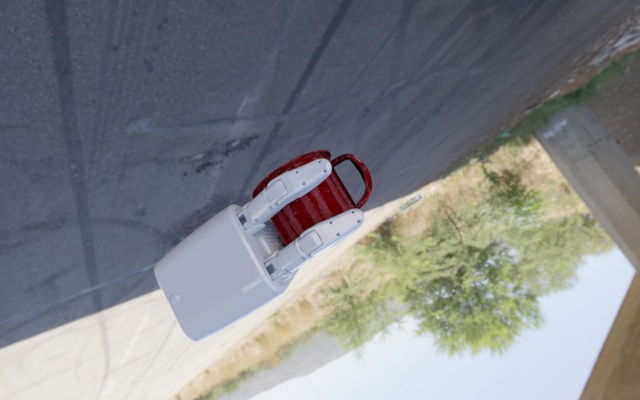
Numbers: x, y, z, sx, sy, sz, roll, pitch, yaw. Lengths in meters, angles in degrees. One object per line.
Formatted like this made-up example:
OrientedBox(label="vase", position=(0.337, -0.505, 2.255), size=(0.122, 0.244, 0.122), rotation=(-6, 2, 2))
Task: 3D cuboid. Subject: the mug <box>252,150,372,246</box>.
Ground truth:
OrientedBox(label="mug", position=(0.001, 0.001, 0.482), size=(0.117, 0.081, 0.093), rotation=(-34, -12, 14))
